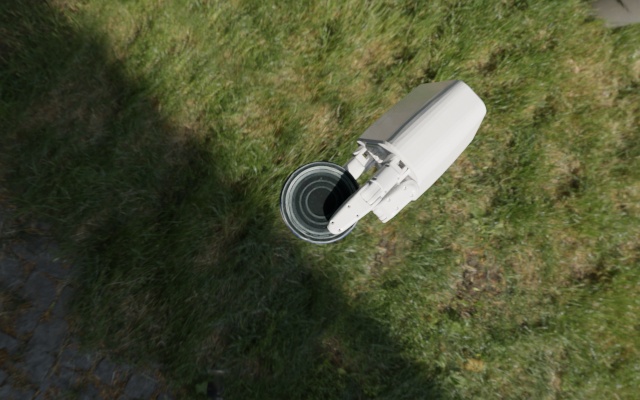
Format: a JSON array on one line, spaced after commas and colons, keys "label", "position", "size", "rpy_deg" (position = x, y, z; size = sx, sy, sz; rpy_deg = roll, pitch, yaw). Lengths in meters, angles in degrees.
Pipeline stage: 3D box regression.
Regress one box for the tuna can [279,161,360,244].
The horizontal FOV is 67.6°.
[{"label": "tuna can", "position": [0.000, 0.002, 0.497], "size": [0.086, 0.086, 0.034], "rpy_deg": [0, 1, -5]}]
